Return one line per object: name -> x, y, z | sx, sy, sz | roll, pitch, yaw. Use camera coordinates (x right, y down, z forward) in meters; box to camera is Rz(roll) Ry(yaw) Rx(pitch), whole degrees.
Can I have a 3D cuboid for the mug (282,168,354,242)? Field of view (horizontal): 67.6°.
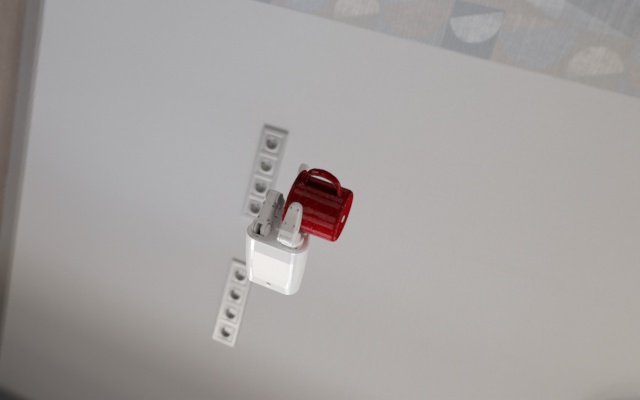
mug -> 0.001, 0.001, 0.697 | 0.081, 0.117, 0.093 | 20, 43, 11
